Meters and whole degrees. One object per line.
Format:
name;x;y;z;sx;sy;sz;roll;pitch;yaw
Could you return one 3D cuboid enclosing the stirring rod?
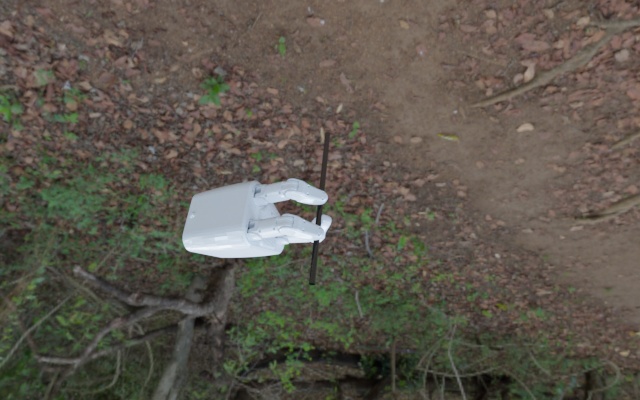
stirring rod;0.000;0.002;0.661;0.011;0.239;0.011;4;-30;3
